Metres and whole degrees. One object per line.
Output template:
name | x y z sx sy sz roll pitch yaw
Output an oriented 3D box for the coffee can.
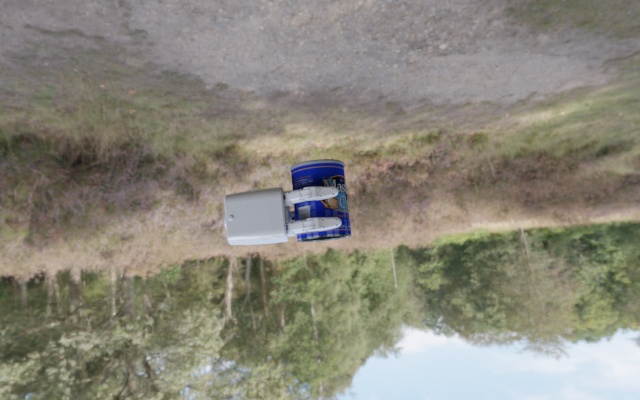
coffee can | 0.000 0.003 0.893 0.103 0.140 0.103 -6 -9 -1
